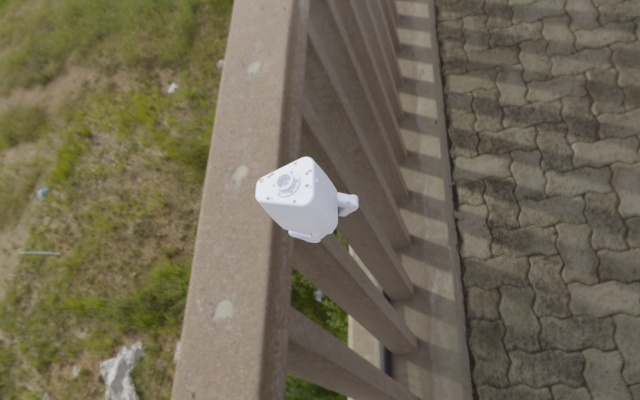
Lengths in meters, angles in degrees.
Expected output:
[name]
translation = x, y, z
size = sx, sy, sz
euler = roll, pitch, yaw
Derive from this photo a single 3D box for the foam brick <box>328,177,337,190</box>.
[foam brick]
translation = 0.000, 0.003, 0.895
size = 0.053, 0.078, 0.051
euler = -11, -31, 19
